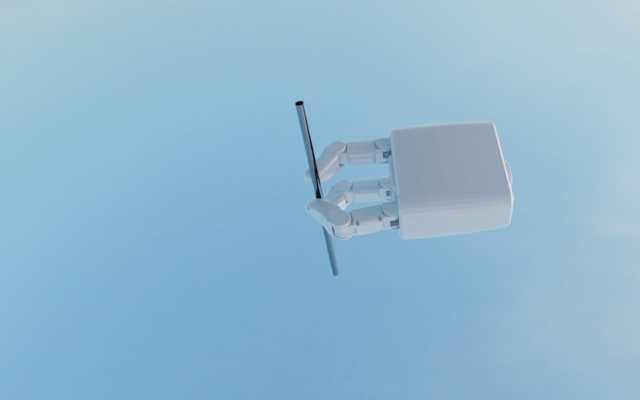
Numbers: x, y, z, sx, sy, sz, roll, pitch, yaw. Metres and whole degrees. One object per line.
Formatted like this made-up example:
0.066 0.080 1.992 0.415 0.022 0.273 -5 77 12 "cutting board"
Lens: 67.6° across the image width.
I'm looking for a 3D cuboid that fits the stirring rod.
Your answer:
0.000 0.002 0.501 0.011 0.240 0.011 -7 43 6 "stirring rod"
